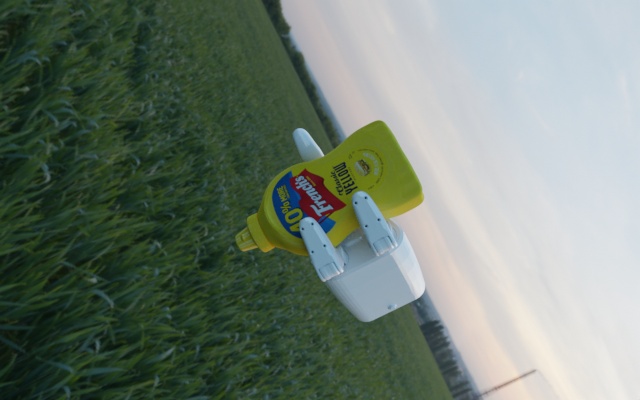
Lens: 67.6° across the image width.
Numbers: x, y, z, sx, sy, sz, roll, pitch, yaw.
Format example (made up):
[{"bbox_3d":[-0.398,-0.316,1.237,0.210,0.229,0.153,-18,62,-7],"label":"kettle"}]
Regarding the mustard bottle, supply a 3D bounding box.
[{"bbox_3d":[0.000,0.001,0.486,0.191,0.096,0.058,-27,-23,6],"label":"mustard bottle"}]
